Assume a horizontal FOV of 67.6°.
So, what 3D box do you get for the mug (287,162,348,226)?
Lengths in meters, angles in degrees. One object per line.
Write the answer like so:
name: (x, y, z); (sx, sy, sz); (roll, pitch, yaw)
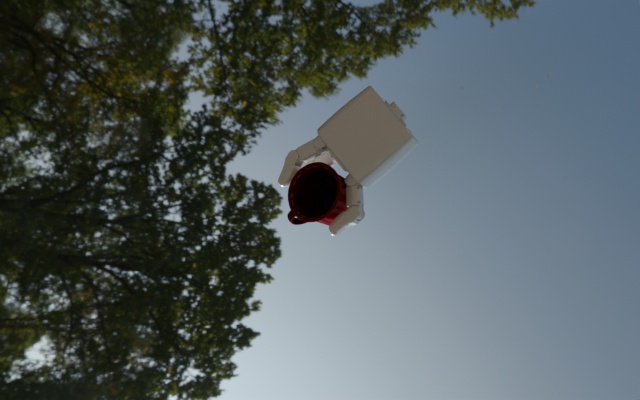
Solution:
mug: (-0.001, 0.003, 0.754); (0.117, 0.093, 0.081); (-39, -28, 17)
